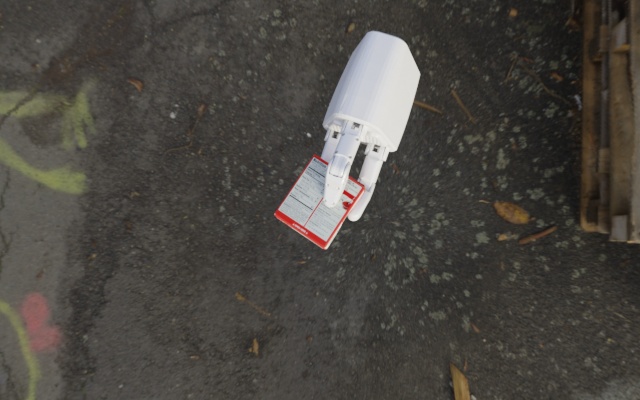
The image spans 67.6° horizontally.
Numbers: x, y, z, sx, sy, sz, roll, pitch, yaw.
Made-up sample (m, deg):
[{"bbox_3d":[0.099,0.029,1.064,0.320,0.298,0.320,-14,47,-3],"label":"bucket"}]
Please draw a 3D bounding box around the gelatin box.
[{"bbox_3d":[0.000,0.002,0.568,0.073,0.089,0.030,33,-5,9],"label":"gelatin box"}]
